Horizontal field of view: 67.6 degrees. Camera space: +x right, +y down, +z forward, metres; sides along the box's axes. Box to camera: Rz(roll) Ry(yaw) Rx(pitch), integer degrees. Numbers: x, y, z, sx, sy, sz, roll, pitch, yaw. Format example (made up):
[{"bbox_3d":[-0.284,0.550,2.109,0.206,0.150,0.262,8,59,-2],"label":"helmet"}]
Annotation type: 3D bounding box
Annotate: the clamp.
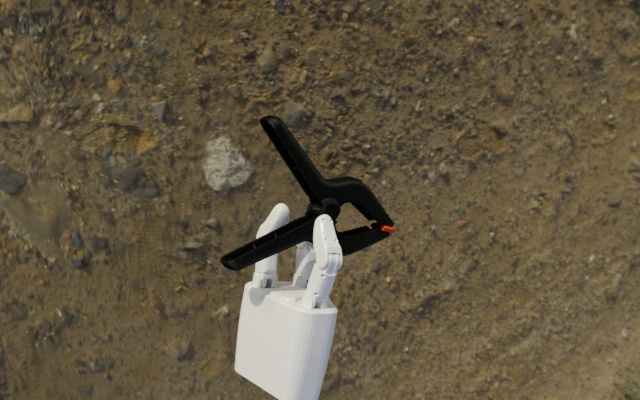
[{"bbox_3d":[0.001,0.002,0.538,0.210,0.164,0.036,7,6,-32],"label":"clamp"}]
